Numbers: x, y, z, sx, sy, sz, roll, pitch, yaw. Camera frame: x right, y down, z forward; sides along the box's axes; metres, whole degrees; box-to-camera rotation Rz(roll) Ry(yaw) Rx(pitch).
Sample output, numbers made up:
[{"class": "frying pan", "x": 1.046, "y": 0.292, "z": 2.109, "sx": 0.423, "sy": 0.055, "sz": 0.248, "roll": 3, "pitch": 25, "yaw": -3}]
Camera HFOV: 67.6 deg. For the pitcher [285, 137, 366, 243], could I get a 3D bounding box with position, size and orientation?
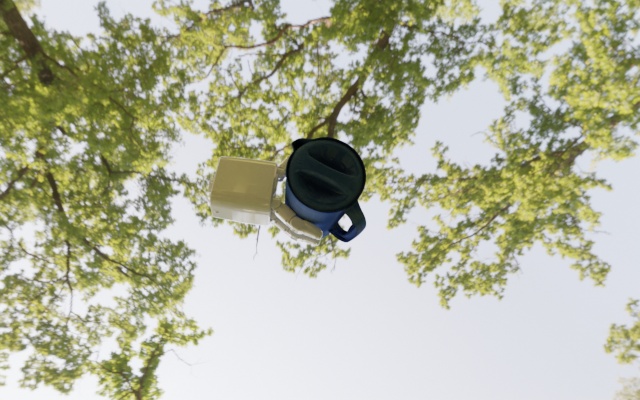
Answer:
[{"class": "pitcher", "x": 0.000, "y": 0.003, "z": 0.878, "sx": 0.145, "sy": 0.149, "sz": 0.243, "roll": 8, "pitch": -21, "yaw": -5}]
